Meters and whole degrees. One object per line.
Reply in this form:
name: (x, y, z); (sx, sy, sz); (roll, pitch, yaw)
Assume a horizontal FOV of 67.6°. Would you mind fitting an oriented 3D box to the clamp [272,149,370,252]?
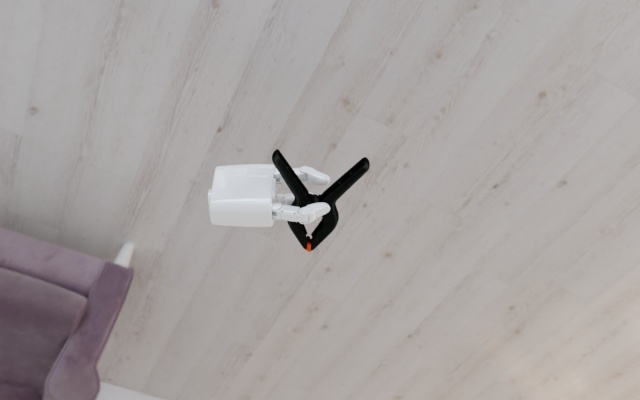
clamp: (0.000, 0.004, 0.848); (0.164, 0.210, 0.036); (-1, 35, -2)
